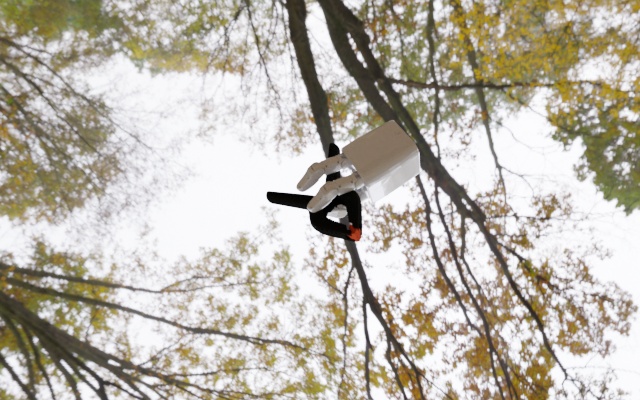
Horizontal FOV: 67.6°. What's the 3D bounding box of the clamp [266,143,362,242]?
[{"bbox_3d":[0.001,0.003,0.830,0.164,0.209,0.036,-33,-42,2],"label":"clamp"}]
